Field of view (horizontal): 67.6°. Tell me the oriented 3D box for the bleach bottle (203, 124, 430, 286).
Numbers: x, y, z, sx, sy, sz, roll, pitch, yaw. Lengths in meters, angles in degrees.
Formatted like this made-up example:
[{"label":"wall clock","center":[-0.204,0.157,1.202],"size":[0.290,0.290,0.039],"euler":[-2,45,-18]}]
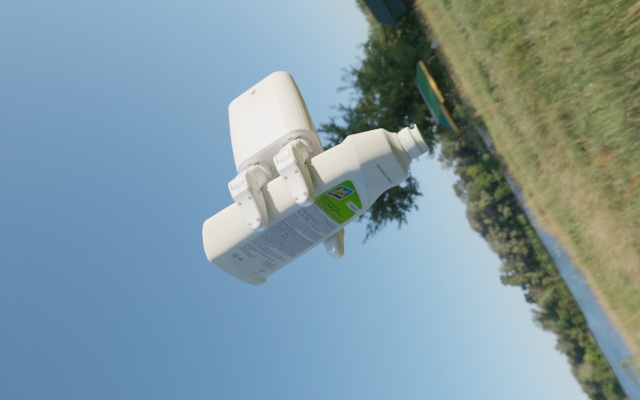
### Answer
[{"label":"bleach bottle","center":[0.000,0.002,0.507],"size":[0.251,0.068,0.103],"euler":[-30,-38,17]}]
